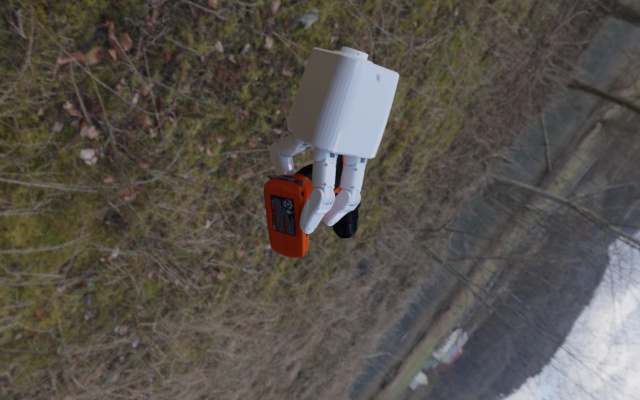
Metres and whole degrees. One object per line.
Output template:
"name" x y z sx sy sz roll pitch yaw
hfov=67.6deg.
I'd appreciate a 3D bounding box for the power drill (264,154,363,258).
"power drill" 0.000 0.002 0.662 0.057 0.184 0.187 9 29 28
